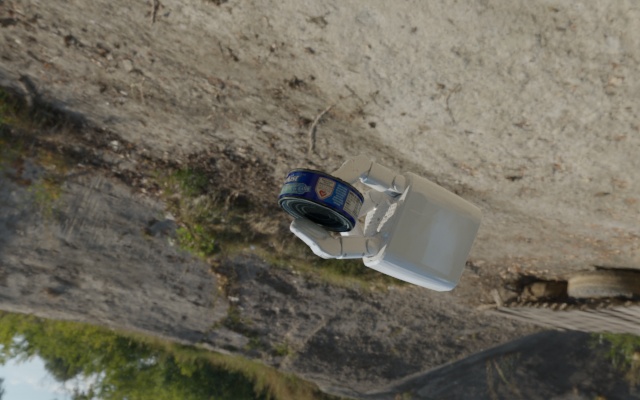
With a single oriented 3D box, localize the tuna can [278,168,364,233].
[{"bbox_3d":[0.000,0.002,0.499,0.086,0.033,0.086,19,-18,6],"label":"tuna can"}]
